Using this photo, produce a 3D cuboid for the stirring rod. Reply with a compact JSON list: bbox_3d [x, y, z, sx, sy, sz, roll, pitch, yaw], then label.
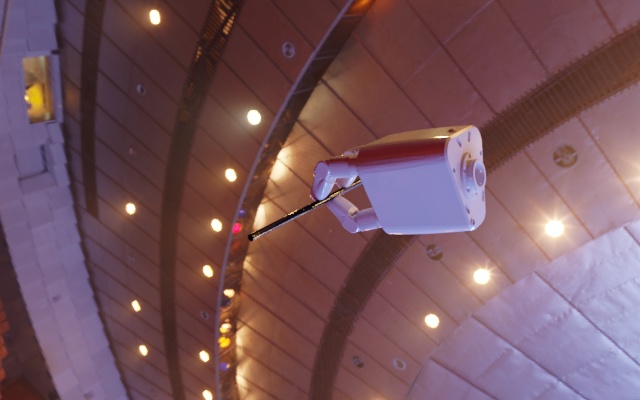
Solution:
[{"bbox_3d":[0.000,0.002,0.587,0.011,0.011,0.239,0,18,40],"label":"stirring rod"}]
